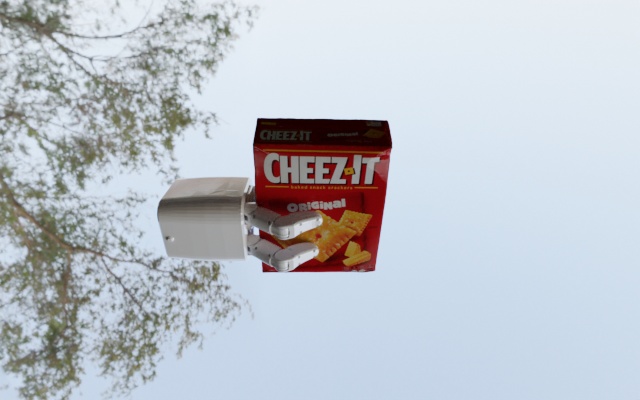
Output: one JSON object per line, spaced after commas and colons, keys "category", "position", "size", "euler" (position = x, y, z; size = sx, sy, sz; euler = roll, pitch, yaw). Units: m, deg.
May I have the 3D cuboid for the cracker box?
{"category": "cracker box", "position": [0.000, 0.002, 0.627], "size": [0.164, 0.214, 0.072], "euler": [0, 39, -2]}
